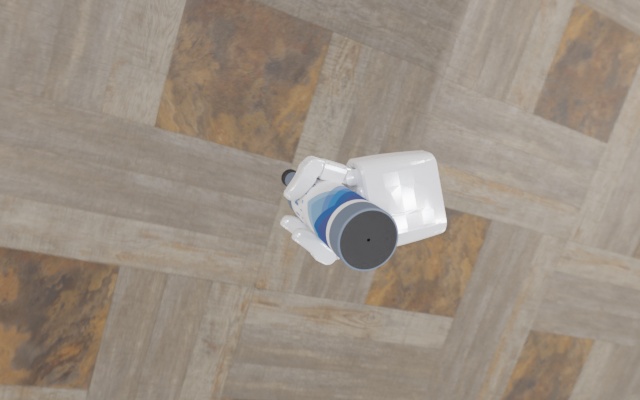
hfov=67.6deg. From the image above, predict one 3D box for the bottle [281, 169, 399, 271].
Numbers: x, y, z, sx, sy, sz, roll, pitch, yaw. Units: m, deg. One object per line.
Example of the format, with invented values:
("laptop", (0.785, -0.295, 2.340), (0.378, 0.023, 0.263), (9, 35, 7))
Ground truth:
("bottle", (0.000, 0.002, 0.605), (0.069, 0.069, 0.295), (0, 15, -20))
